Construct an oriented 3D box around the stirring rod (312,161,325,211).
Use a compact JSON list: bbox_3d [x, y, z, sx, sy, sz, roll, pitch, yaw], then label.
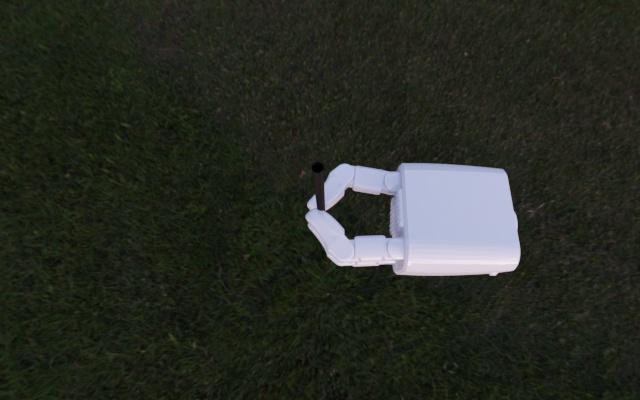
[{"bbox_3d":[0.000,0.001,0.430,0.011,0.011,0.239,0,-11,1],"label":"stirring rod"}]
